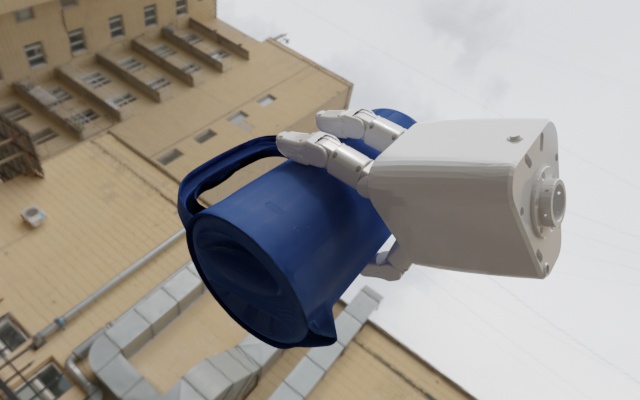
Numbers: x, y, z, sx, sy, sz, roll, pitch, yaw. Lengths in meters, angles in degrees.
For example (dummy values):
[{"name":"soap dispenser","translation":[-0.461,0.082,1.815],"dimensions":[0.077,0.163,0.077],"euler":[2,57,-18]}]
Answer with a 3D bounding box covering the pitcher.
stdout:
[{"name":"pitcher","translation":[0.000,0.002,0.447],"dimensions":[0.145,0.149,0.242],"euler":[2,32,44]}]
